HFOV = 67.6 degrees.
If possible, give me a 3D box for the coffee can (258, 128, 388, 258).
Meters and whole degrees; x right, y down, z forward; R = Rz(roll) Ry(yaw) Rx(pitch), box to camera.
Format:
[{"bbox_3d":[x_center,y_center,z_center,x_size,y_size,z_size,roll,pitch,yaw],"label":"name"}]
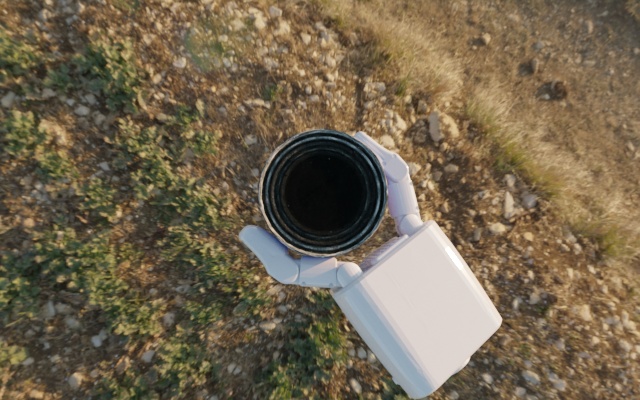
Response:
[{"bbox_3d":[0.000,0.001,0.442,0.103,0.103,0.140,0,-7,-2],"label":"coffee can"}]
